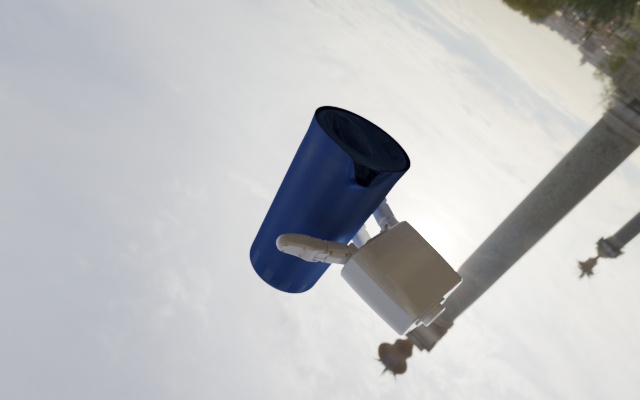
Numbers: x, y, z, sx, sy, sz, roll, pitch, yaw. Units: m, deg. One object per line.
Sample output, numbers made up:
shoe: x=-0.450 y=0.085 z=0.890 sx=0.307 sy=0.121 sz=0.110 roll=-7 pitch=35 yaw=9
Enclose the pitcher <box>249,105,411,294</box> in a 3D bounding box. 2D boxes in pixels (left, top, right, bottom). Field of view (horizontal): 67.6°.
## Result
pitcher: x=0.000 y=0.002 z=0.638 sx=0.145 sy=0.243 sz=0.149 roll=46 pitch=32 yaw=22
